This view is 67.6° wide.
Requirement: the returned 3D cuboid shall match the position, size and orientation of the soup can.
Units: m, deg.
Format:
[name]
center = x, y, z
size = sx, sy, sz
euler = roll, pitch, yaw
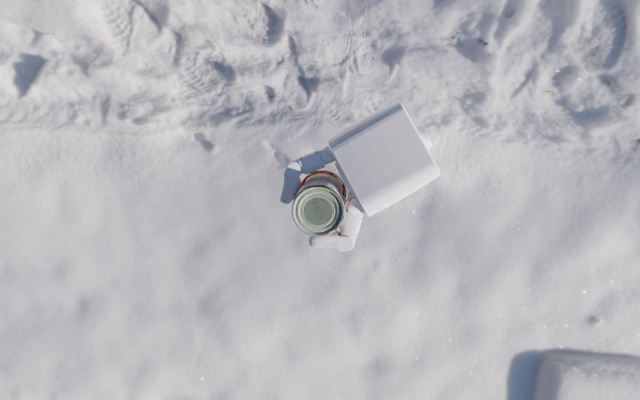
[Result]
[soup can]
center = 0.000, 0.002, 0.633
size = 0.068, 0.068, 0.102
euler = 0, 14, 3
